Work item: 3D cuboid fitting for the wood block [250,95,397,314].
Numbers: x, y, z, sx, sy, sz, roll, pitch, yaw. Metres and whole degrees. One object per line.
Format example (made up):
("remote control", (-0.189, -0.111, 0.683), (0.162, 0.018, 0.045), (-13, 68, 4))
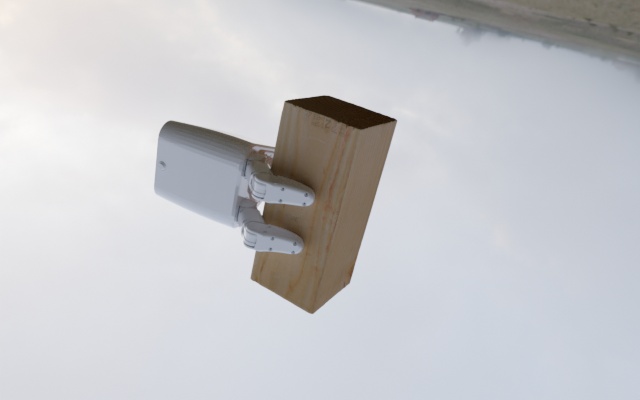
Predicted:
("wood block", (0.000, 0.002, 0.516), (0.090, 0.206, 0.091), (25, 26, 23))
